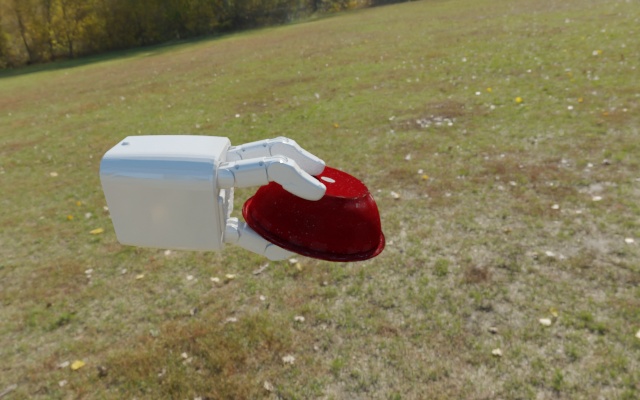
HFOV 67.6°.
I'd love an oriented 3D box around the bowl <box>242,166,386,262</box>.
[{"bbox_3d":[0.001,0.001,0.516,0.162,0.055,0.162,14,21,-5],"label":"bowl"}]
